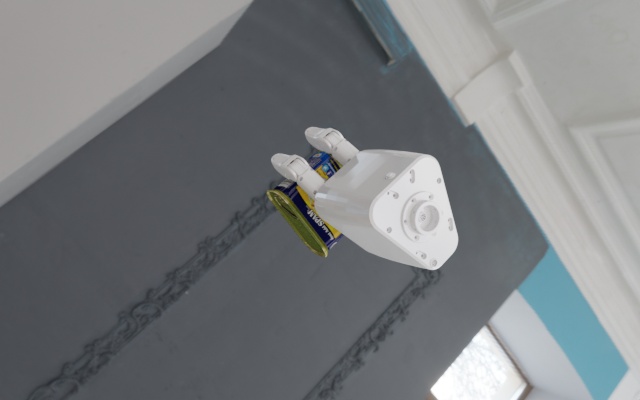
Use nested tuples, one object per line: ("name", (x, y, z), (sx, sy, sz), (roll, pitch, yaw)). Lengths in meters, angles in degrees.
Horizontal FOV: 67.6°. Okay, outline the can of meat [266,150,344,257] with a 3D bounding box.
("can of meat", (0.000, 0.002, 0.576), (0.084, 0.102, 0.057), (-42, 18, -16))
